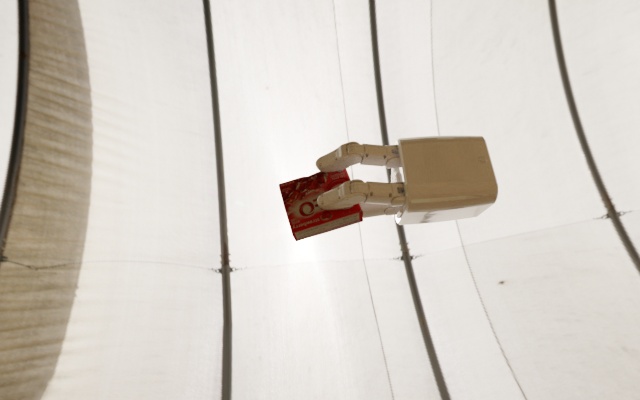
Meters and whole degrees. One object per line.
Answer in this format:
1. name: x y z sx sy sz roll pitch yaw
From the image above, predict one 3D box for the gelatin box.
1. gelatin box: 0.000 0.002 0.589 0.089 0.073 0.030 -17 -30 -1
